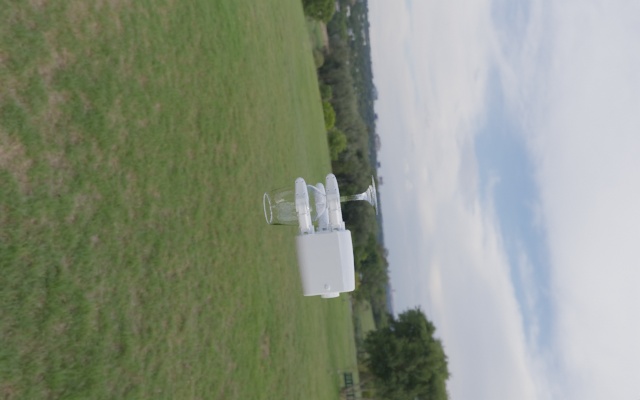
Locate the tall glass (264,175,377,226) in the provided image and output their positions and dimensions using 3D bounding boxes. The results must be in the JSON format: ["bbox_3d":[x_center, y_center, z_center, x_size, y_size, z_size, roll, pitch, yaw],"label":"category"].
[{"bbox_3d":[0.001,0.003,0.878,0.201,0.079,0.079,-7,-1,3],"label":"tall glass"}]
